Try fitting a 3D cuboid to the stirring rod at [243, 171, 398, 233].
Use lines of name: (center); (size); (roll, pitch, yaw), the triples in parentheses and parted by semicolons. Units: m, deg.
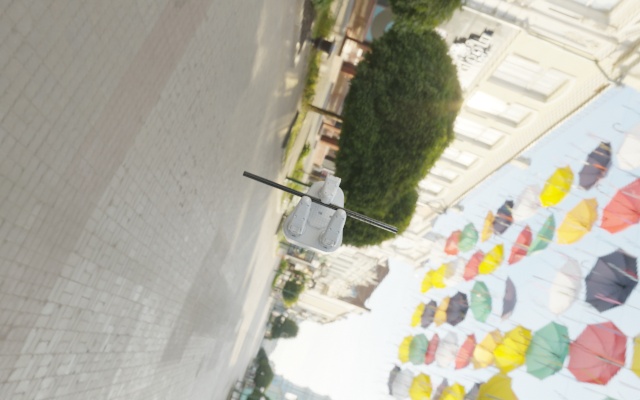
stirring rod: (0.000, 0.002, 0.701); (0.239, 0.011, 0.011); (21, 0, -1)
